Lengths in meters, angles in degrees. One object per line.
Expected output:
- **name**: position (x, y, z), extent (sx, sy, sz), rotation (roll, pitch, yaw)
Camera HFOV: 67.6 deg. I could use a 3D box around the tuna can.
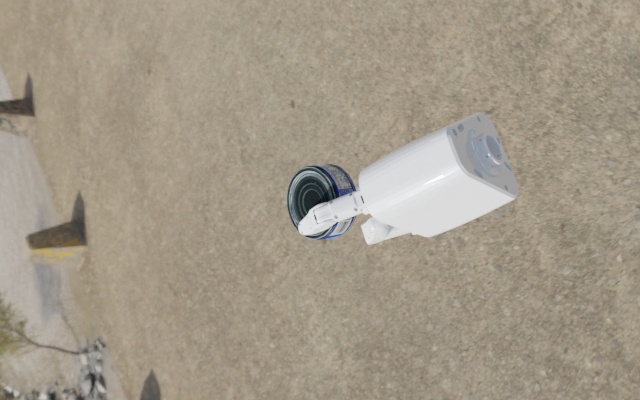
- **tuna can**: position (0.000, 0.002, 0.546), extent (0.034, 0.086, 0.086), rotation (-7, 5, -44)
